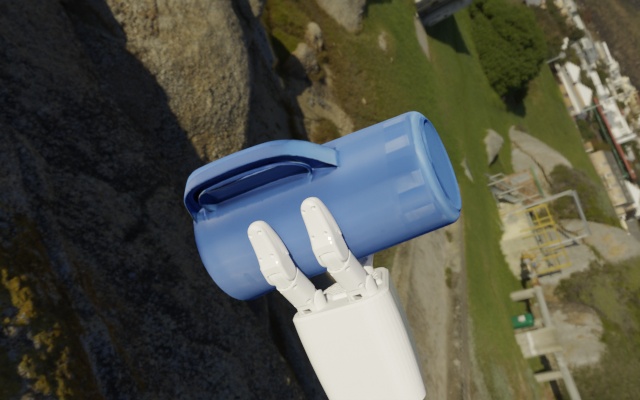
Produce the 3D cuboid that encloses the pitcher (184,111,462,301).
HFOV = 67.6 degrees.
[{"bbox_3d":[0.000,0.002,0.466,0.243,0.145,0.149,-21,3,24],"label":"pitcher"}]
